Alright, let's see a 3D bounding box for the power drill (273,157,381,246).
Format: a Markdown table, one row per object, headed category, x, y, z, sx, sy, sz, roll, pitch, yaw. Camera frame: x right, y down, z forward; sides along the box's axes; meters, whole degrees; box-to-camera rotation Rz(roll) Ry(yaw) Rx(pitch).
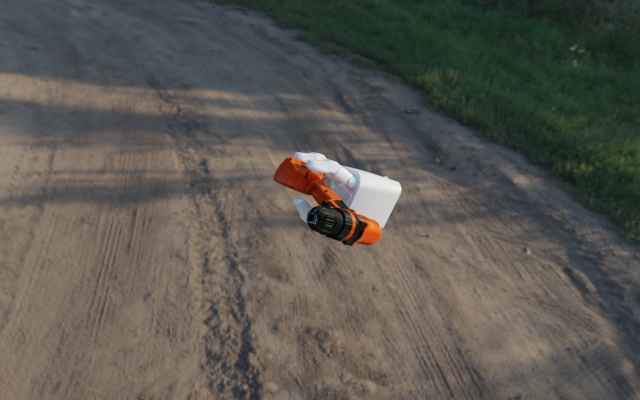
| category | x | y | z | sx | sy | sz | roll | pitch | yaw |
| --- | --- | --- | --- | --- | --- | --- | --- | --- | --- |
| power drill | 0.000 | 0.002 | 0.810 | 0.187 | 0.057 | 0.184 | 47 | 15 | 34 |
